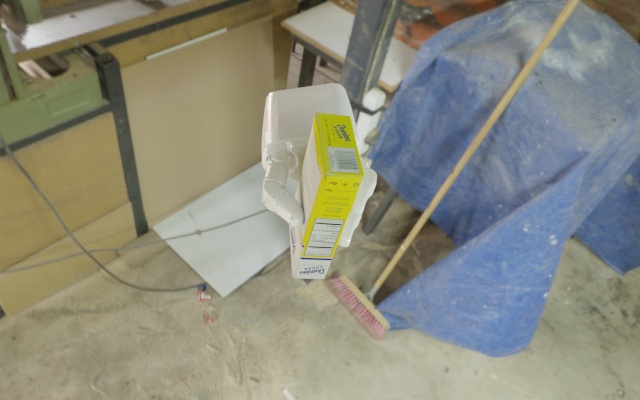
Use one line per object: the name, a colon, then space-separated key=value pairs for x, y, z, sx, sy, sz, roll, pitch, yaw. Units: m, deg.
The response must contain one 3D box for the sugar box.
sugar box: x=0.001 y=0.002 z=0.530 sx=0.048 sy=0.093 sz=0.176 roll=2 pitch=-42 yaw=-11
